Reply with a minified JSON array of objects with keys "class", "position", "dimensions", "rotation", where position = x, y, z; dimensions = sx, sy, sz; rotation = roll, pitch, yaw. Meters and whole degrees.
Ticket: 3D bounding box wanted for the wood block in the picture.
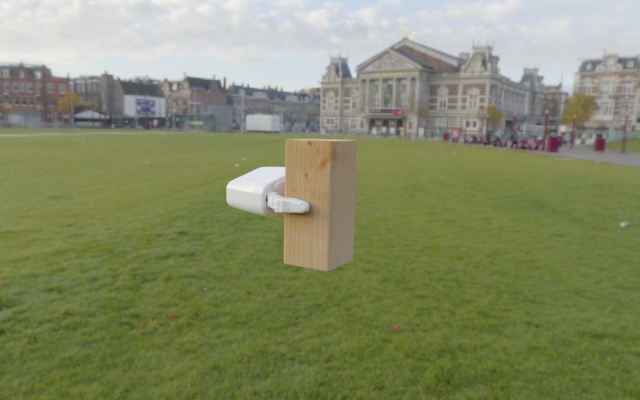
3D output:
[{"class":"wood block","position":[0.000,0.002,0.795],"dimensions":[0.090,0.206,0.091],"rotation":[6,10,30]}]
